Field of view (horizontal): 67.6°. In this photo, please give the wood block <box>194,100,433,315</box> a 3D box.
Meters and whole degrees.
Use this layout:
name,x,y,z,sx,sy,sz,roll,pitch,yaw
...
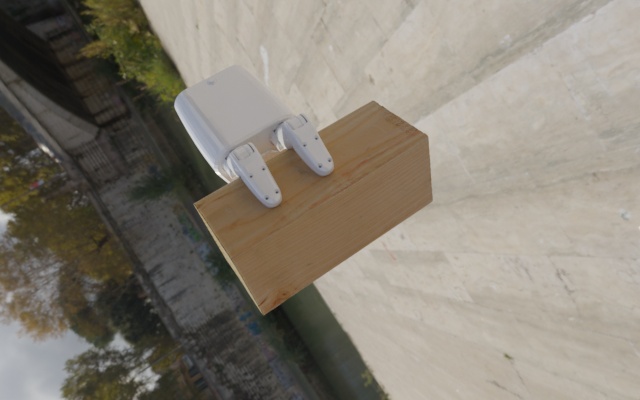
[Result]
name,x,y,z,sx,sy,sz,roll,pitch,yaw
wood block,0.000,0.002,0.464,0.206,0.091,0.090,-32,47,-14
